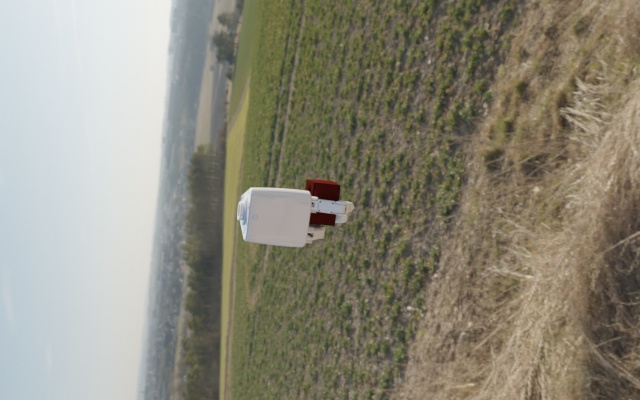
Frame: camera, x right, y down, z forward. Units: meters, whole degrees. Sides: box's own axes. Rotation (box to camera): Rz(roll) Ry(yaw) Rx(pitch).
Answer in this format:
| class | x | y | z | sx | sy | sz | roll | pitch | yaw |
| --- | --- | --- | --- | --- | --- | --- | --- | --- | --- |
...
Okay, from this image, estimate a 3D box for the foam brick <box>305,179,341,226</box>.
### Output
| class | x | y | z | sx | sy | sz | roll | pitch | yaw |
| --- | --- | --- | --- | --- | --- | --- | --- | --- | --- |
| foam brick | 0.000 | 0.003 | 0.870 | 0.051 | 0.078 | 0.053 | 6 | 7 | -17 |
